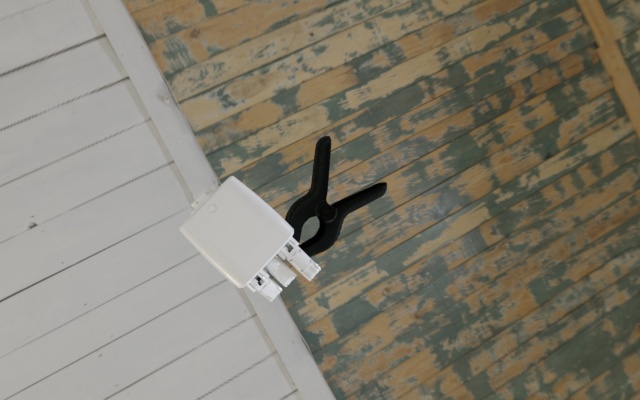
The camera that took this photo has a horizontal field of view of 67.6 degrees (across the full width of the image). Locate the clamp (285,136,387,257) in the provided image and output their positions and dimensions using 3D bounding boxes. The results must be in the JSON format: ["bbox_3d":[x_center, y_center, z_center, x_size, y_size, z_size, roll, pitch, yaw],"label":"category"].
[{"bbox_3d":[0.000,0.002,0.641,0.120,0.171,0.039,45,-12,-12],"label":"clamp"}]
